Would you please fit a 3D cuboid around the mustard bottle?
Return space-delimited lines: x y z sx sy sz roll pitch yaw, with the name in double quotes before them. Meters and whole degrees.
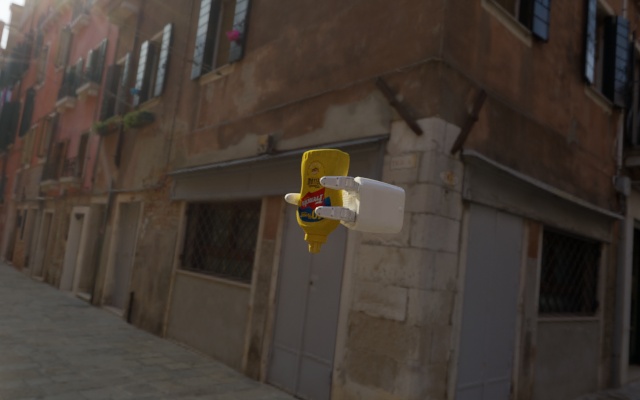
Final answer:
"mustard bottle" 0.000 0.003 0.897 0.096 0.191 0.058 1 -8 39
